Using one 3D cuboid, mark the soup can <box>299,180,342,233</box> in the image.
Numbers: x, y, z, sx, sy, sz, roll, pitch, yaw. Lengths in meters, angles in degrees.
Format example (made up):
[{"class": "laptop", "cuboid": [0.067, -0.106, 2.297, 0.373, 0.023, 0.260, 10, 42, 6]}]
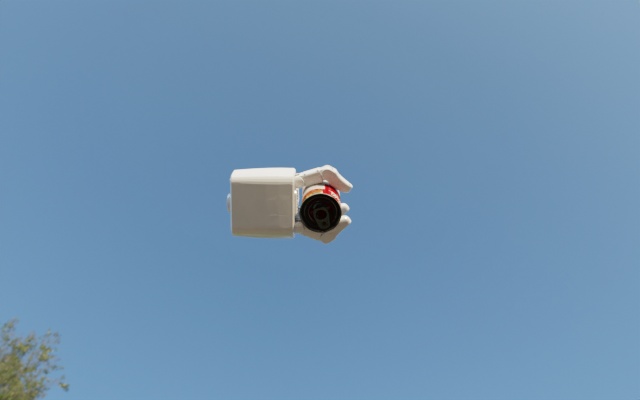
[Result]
[{"class": "soup can", "cuboid": [0.001, 0.002, 0.804, 0.068, 0.068, 0.102, 0, 21, 0]}]
